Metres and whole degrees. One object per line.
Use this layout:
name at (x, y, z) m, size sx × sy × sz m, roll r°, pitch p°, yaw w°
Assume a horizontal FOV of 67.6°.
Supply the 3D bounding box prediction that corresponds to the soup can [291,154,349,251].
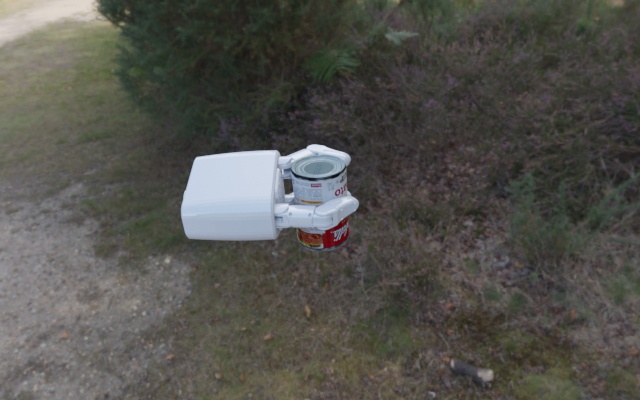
soup can at (0.001, 0.002, 0.591) m, size 0.068 × 0.102 × 0.068 m, roll -3°, pitch 30°, yaw 2°
